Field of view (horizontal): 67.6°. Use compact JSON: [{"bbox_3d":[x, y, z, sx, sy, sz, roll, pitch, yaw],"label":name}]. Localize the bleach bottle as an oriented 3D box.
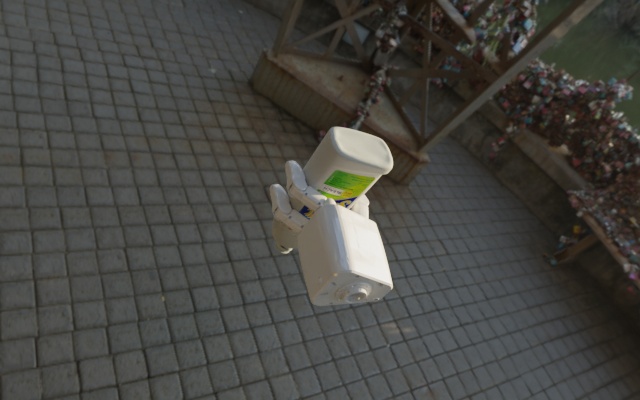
[{"bbox_3d":[0.000,0.002,0.729,0.102,0.068,0.251,11,-44,-26],"label":"bleach bottle"}]
